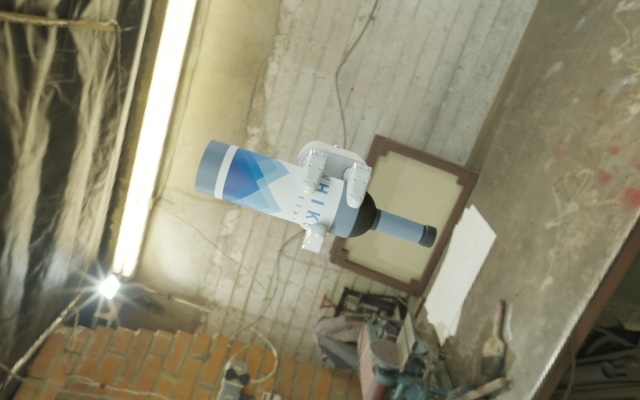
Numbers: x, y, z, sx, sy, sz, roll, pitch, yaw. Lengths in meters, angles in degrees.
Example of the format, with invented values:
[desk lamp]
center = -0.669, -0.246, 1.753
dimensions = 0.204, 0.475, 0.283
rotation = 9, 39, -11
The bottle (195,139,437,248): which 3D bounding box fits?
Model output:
[bottle]
center = 0.000, 0.002, 0.585
dimensions = 0.296, 0.069, 0.069
rotation = 18, -1, -4
